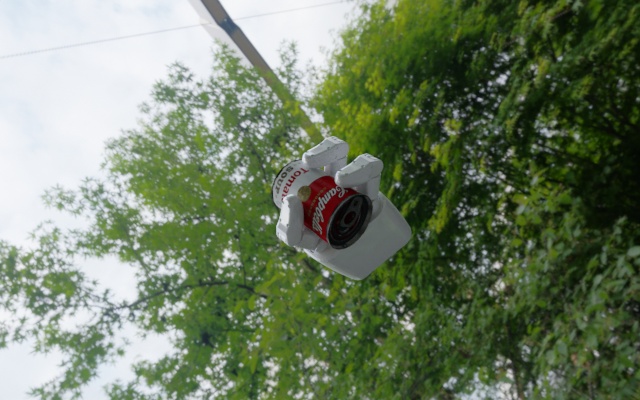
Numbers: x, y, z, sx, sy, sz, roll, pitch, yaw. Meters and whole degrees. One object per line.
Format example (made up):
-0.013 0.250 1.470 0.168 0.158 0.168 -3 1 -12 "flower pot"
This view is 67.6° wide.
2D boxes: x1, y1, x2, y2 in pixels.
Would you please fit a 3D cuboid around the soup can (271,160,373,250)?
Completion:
0.000 0.002 0.547 0.068 0.068 0.102 0 26 -47 "soup can"
